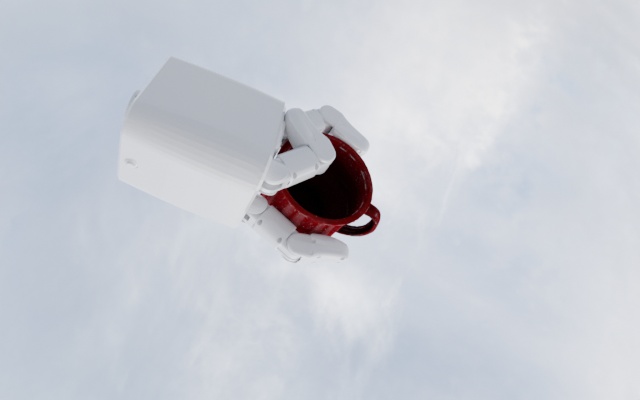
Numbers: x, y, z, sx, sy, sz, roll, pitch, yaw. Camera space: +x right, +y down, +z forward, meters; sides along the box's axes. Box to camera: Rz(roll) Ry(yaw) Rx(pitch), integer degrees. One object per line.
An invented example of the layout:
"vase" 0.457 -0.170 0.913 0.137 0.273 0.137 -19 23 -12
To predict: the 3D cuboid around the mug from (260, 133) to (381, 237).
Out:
"mug" 0.001 0.002 0.450 0.117 0.093 0.081 24 -34 -13
